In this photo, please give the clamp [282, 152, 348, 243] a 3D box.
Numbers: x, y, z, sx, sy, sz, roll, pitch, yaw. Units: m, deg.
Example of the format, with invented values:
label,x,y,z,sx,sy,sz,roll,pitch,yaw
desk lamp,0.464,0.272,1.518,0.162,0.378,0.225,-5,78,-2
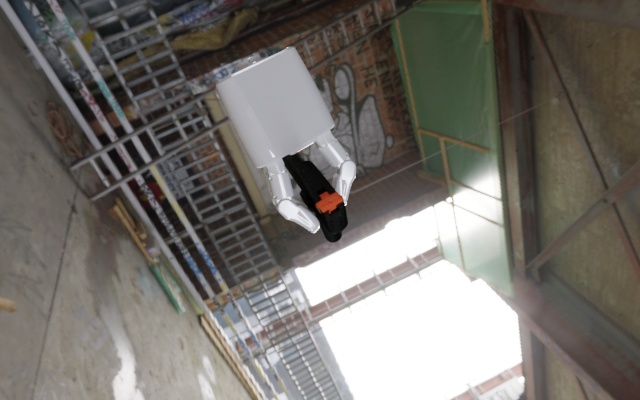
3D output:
label,x,y,z,sx,sy,sz,roll,pitch,yaw
clamp,0.001,0.001,0.599,0.036,0.164,0.210,-32,15,-5
